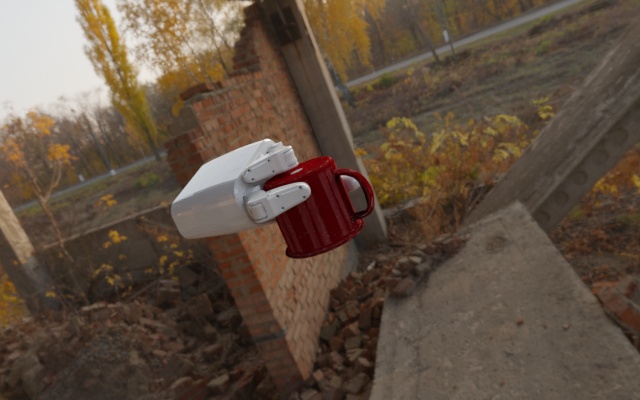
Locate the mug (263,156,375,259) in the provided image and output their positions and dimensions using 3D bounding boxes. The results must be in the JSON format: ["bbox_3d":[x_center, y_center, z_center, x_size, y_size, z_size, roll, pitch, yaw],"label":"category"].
[{"bbox_3d":[0.001,0.001,0.504,0.117,0.081,0.093,-14,16,30],"label":"mug"}]
